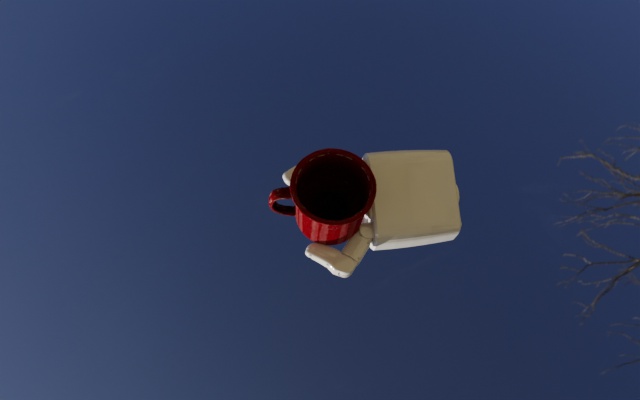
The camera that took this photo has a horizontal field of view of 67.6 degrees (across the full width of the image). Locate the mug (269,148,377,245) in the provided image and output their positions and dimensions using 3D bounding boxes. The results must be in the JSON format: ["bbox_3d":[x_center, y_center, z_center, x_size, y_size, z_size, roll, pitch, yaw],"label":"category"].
[{"bbox_3d":[-0.001,0.002,0.544,0.117,0.093,0.081,-4,-25,-5],"label":"mug"}]
